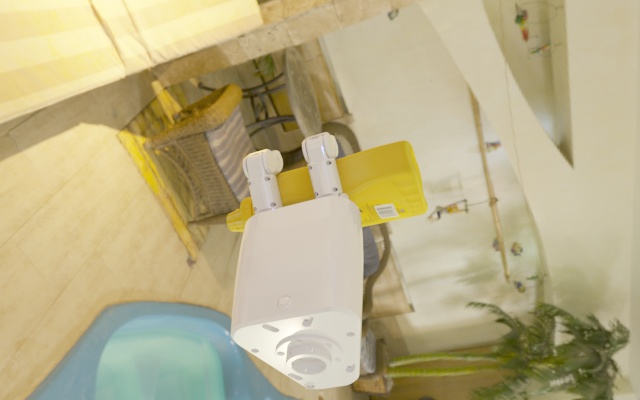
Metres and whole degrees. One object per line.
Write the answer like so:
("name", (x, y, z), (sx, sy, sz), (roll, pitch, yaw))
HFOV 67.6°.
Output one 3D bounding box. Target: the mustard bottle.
("mustard bottle", (0.000, 0.001, 0.454), (0.191, 0.058, 0.096), (-14, -25, 14))
